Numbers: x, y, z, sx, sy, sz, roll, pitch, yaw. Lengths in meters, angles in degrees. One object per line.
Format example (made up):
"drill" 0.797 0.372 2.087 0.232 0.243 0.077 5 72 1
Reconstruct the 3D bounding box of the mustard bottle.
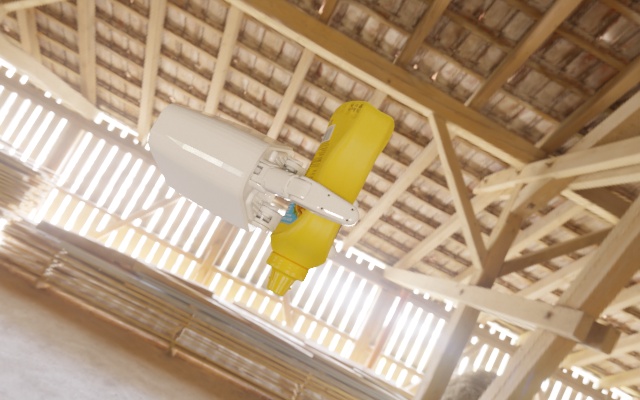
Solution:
"mustard bottle" 0.000 0.001 0.458 0.058 0.191 0.096 30 -9 -14
